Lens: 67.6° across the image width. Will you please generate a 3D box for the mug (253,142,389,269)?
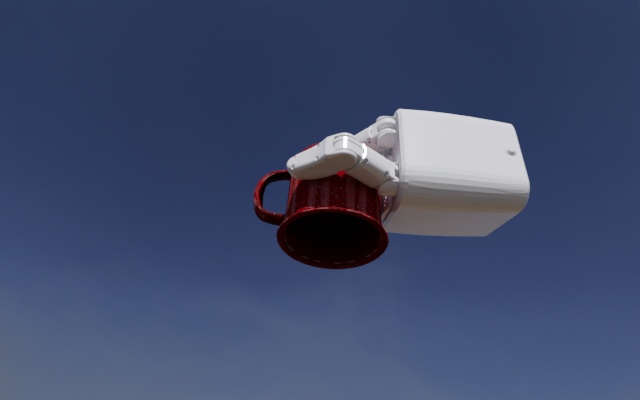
[{"bbox_3d":[-0.001,0.001,0.420,0.117,0.081,0.093,6,-37,-3],"label":"mug"}]
